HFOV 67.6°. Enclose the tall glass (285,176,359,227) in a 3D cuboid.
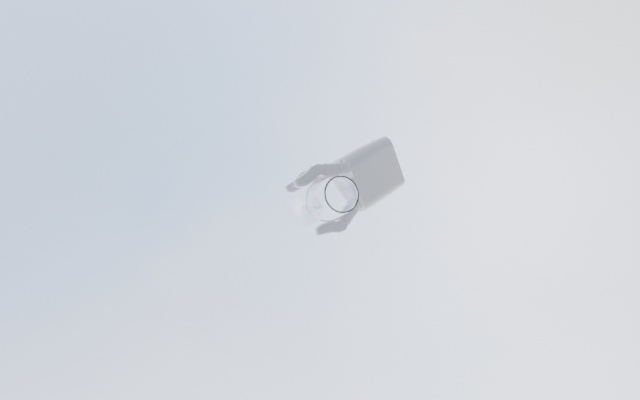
[{"bbox_3d":[0.000,0.003,0.869,0.079,0.079,0.201,0,-7,-21],"label":"tall glass"}]
